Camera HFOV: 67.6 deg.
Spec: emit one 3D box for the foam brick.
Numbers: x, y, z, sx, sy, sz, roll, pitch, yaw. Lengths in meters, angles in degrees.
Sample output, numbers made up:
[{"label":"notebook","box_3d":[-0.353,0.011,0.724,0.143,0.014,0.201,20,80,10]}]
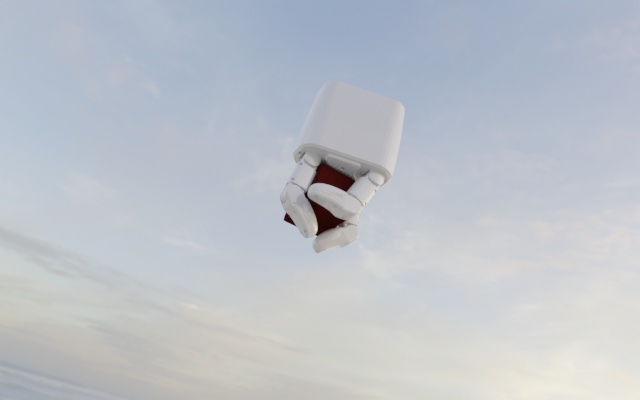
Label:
[{"label":"foam brick","box_3d":[0.000,0.002,0.567,0.053,0.051,0.078,28,-30,-16]}]
